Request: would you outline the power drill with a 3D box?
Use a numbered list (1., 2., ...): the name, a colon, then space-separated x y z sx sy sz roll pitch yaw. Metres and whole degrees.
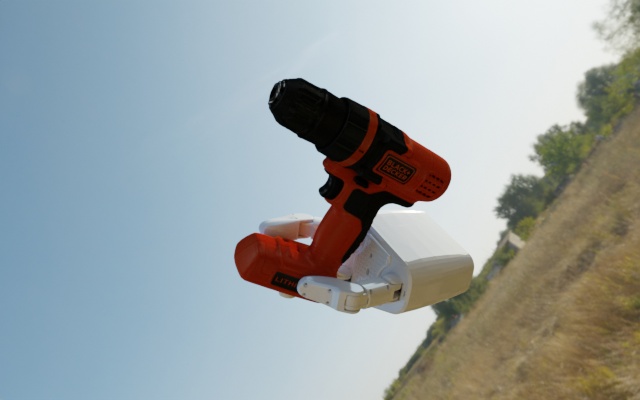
1. power drill: 0.000 0.002 0.426 0.184 0.188 0.057 25 28 -28
